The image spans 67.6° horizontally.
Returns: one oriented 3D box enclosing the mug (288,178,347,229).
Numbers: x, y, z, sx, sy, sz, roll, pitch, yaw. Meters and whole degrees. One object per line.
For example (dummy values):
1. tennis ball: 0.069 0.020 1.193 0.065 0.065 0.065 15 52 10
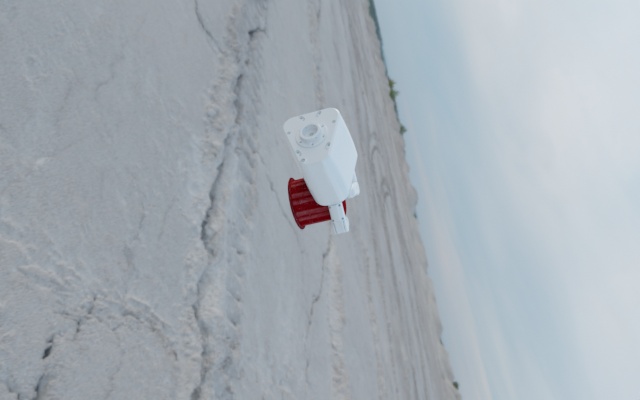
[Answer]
1. mug: 0.001 0.003 0.837 0.081 0.093 0.117 -13 -33 11
